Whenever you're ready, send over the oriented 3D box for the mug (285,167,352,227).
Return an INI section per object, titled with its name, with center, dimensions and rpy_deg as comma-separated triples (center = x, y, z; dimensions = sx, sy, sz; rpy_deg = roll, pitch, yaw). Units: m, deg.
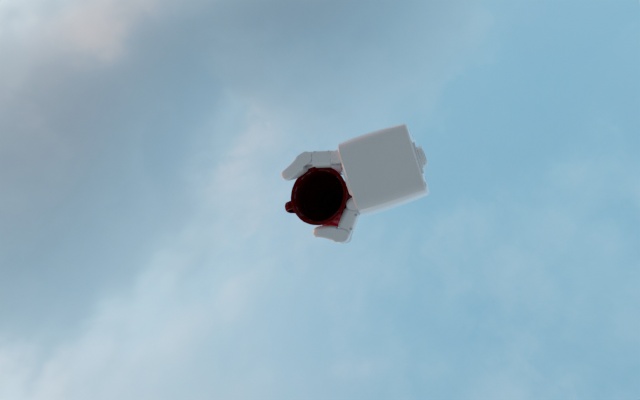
[mug]
center = -0.001, 0.003, 0.768
dimensions = 0.117, 0.093, 0.081
rpy_deg = -17, -16, 18
